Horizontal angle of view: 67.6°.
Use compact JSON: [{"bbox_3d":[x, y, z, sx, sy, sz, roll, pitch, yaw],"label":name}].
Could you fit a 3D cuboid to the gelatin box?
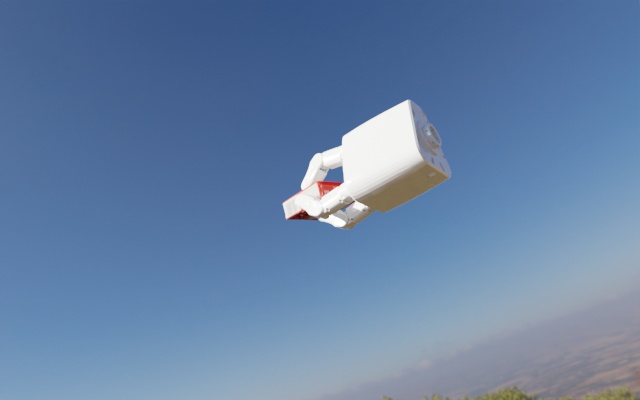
[{"bbox_3d":[0.000,0.002,0.706,0.073,0.030,0.089,3,-24,-41],"label":"gelatin box"}]
